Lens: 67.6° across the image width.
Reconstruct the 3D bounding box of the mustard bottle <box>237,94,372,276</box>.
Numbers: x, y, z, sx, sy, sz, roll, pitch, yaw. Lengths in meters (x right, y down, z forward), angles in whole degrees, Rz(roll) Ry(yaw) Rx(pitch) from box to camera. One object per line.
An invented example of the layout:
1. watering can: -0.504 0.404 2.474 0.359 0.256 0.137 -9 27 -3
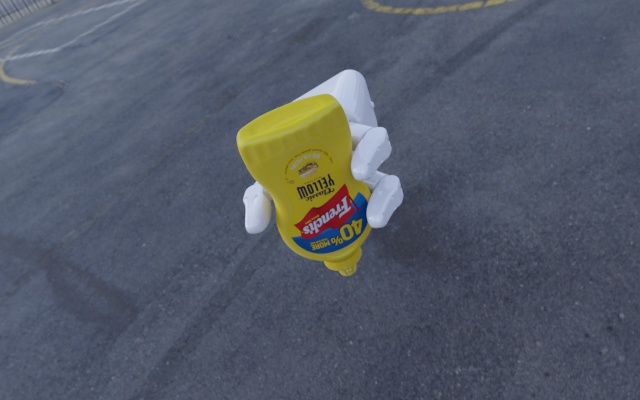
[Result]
1. mustard bottle: 0.000 0.001 0.458 0.096 0.192 0.058 -24 35 -3
